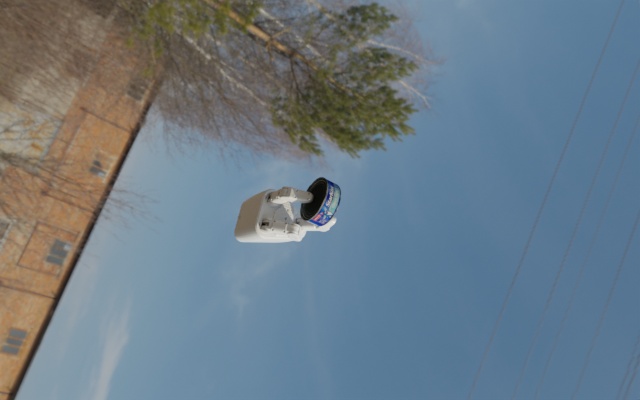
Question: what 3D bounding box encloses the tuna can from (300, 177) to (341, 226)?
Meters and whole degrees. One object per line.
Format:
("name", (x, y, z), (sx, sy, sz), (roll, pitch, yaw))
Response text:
("tuna can", (0.001, 0.003, 0.868), (0.034, 0.086, 0.086), (25, -12, -26))
